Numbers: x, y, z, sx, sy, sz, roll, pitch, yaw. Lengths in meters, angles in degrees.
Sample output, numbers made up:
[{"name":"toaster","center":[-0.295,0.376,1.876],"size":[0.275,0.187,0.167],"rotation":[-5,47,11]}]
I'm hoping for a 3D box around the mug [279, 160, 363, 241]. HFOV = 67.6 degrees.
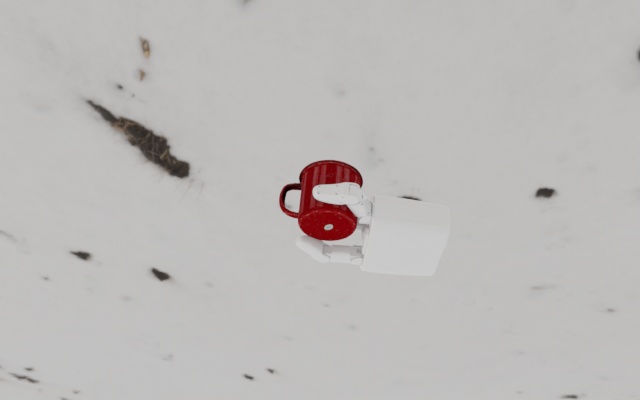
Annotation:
[{"name":"mug","center":[-0.001,0.002,0.668],"size":[0.117,0.081,0.093],"rotation":[5,-35,0]}]
